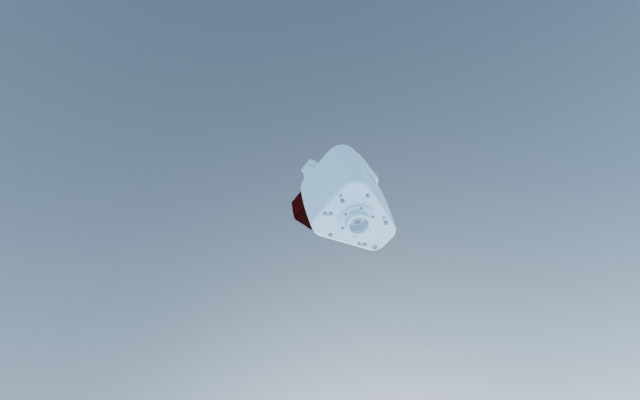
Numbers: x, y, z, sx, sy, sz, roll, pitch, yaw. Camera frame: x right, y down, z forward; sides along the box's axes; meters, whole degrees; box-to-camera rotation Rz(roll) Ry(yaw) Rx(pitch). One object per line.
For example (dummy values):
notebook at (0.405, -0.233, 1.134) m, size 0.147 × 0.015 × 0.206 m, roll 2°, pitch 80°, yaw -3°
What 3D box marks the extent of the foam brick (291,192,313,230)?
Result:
foam brick at (0.000, 0.003, 0.732) m, size 0.053 × 0.078 × 0.051 m, roll 34°, pitch 20°, yaw -25°
